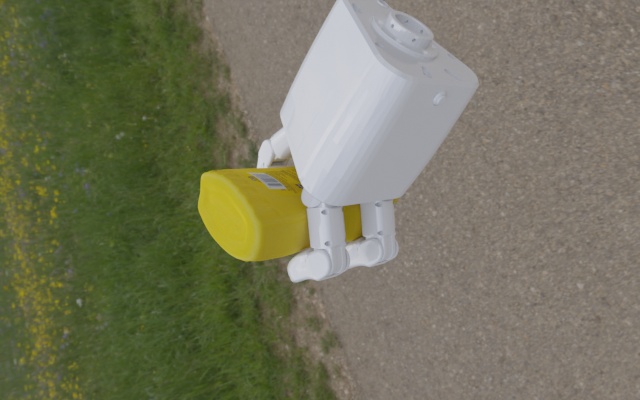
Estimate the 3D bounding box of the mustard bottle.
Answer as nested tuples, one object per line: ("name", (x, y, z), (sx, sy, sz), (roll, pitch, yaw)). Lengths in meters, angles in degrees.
("mustard bottle", (0.000, 0.002, 0.416), (0.191, 0.058, 0.096), (-7, 28, -39))
